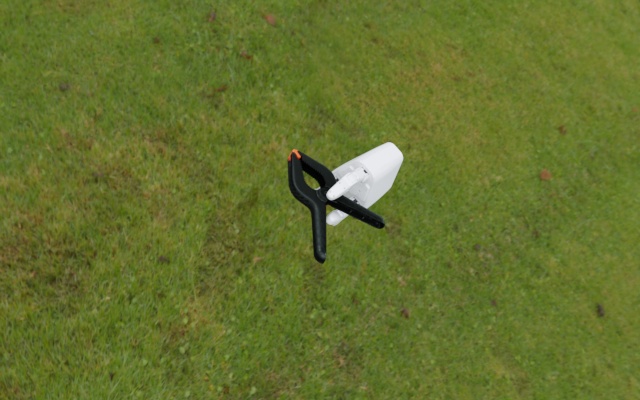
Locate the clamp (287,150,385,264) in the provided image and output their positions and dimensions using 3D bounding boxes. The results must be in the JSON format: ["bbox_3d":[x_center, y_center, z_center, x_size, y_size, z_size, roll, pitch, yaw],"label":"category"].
[{"bbox_3d":[0.000,0.002,0.841,0.164,0.210,0.036,-34,-10,-39],"label":"clamp"}]
